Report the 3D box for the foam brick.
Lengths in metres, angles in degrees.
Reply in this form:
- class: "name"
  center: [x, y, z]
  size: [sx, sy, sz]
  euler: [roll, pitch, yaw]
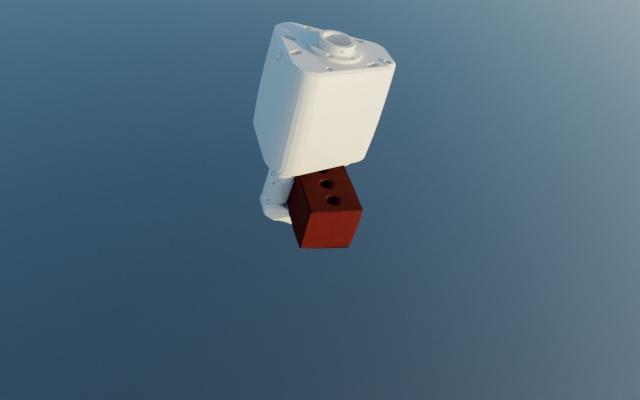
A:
- class: "foam brick"
  center: [0.000, 0.002, 0.466]
  size: [0.053, 0.051, 0.078]
  euler: [-1, 45, -21]
